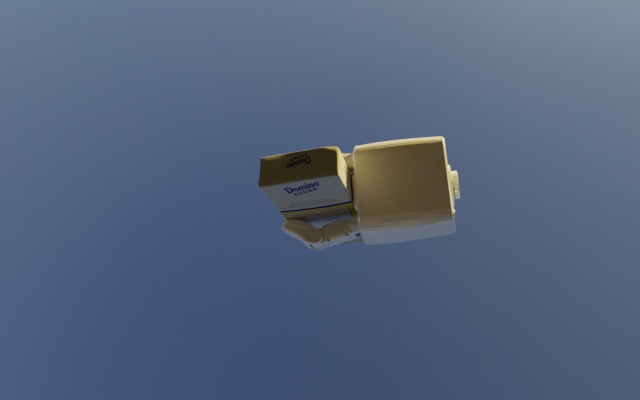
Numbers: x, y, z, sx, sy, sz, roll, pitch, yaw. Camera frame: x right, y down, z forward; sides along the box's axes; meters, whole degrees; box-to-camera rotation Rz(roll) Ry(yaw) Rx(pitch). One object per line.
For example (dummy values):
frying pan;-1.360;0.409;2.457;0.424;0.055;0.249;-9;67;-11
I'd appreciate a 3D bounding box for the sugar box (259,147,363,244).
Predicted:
sugar box;0.000;0.001;0.588;0.093;0.048;0.176;-8;-32;14
